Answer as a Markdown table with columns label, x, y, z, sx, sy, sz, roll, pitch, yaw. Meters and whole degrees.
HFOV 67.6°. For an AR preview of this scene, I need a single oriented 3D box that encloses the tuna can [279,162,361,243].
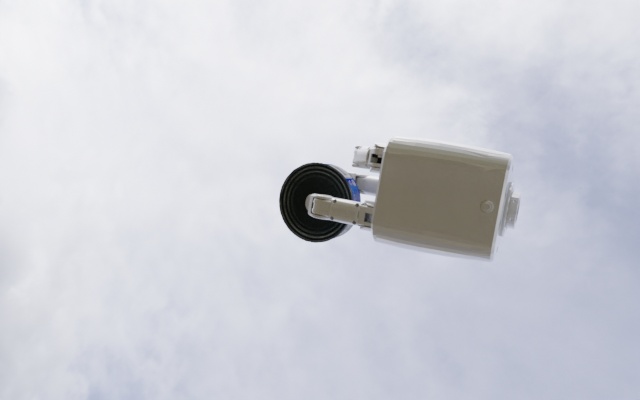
| label | x | y | z | sx | sy | sz | roll | pitch | yaw |
| --- | --- | --- | --- | --- | --- | --- | --- | --- | --- |
| tuna can | 0.000 | 0.002 | 0.522 | 0.086 | 0.086 | 0.034 | 0 | 2 | 23 |
